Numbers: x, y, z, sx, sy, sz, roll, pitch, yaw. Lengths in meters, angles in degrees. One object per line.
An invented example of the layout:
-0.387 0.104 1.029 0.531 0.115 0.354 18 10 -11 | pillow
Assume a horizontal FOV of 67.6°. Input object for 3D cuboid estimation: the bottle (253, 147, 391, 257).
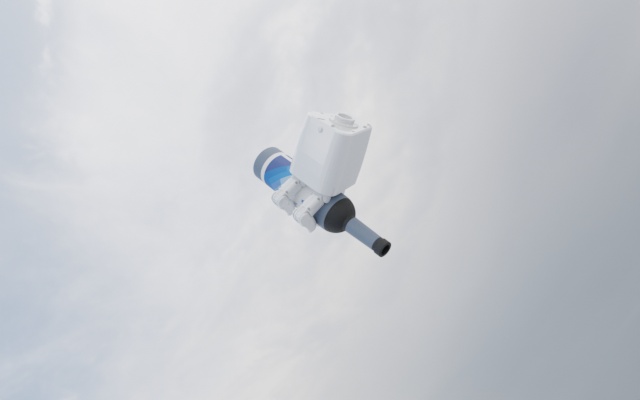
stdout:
0.000 0.003 0.805 0.295 0.069 0.069 36 22 34 | bottle
